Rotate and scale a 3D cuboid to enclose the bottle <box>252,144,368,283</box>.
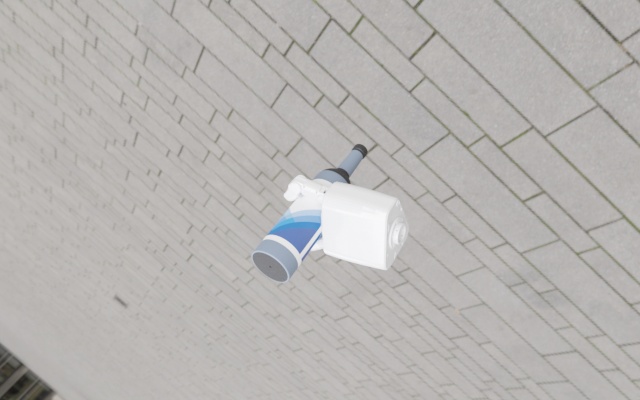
[{"bbox_3d":[0.000,0.003,0.778,0.069,0.069,0.295,0,40,41],"label":"bottle"}]
